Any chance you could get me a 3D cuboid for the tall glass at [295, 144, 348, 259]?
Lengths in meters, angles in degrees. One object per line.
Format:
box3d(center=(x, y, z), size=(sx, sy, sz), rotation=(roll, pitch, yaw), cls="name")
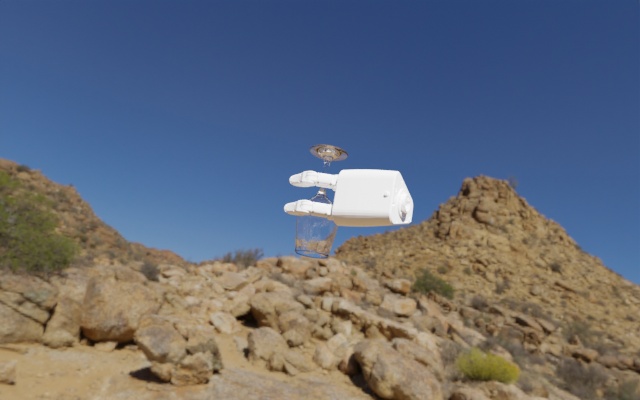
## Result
box3d(center=(0.000, 0.002, 0.882), size=(0.079, 0.201, 0.079), rotation=(9, -15, 3), cls="tall glass")
